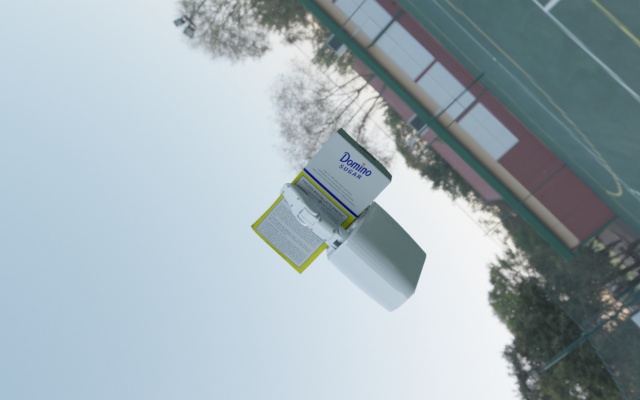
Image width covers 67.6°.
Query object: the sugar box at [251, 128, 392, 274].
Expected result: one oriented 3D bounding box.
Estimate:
[{"bbox_3d":[0.000,0.002,0.616,0.093,0.176,0.048,43,17,-3],"label":"sugar box"}]
